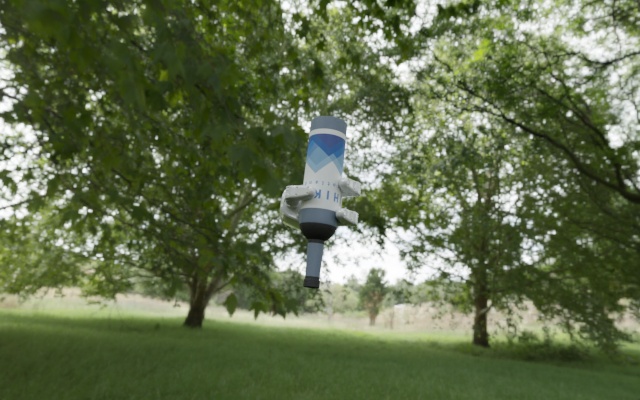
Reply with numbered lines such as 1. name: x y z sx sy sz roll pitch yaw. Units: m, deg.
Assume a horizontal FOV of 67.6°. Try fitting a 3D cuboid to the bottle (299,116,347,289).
1. bottle: 0.000 0.002 0.827 0.069 0.295 0.069 6 -14 1
